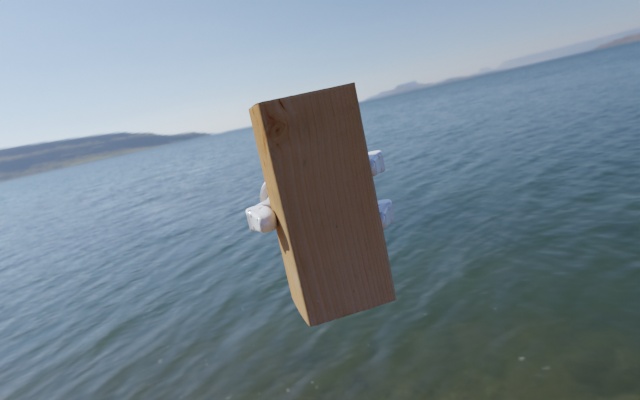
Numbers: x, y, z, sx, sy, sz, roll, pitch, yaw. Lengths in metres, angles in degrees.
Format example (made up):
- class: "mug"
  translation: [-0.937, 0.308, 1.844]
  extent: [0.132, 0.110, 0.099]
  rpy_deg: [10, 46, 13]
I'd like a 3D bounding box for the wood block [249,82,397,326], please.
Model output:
- class: "wood block"
  translation: [0.000, 0.001, 0.467]
  extent: [0.091, 0.206, 0.090]
  rpy_deg: [-15, 10, -12]
